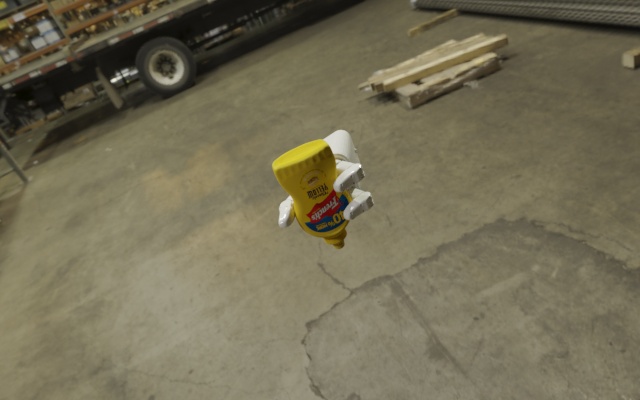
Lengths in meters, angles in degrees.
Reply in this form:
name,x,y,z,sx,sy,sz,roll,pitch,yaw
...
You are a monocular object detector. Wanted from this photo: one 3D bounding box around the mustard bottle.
name,x,y,z,sx,sy,sz,roll,pitch,yaw
mustard bottle,0.000,0.003,0.783,0.096,0.192,0.058,-27,30,-6
